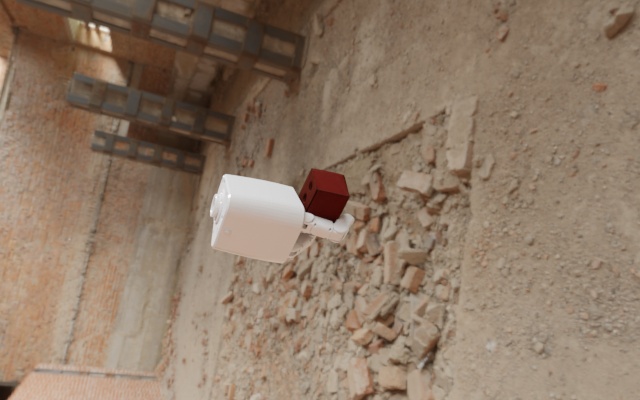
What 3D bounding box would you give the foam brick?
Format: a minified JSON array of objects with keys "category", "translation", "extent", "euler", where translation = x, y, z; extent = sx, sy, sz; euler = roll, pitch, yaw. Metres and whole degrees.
[{"category":"foam brick","translation":[0.000,0.002,0.682],"extent":[0.051,0.078,0.053],"euler":[14,35,-19]}]
